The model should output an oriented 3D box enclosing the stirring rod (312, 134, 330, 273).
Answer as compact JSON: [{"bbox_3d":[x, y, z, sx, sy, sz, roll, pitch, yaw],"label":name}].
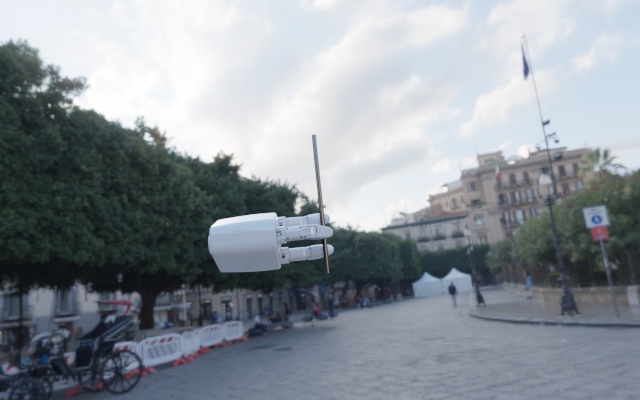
[{"bbox_3d":[0.000,0.003,0.815,0.011,0.239,0.011,-6,-11,-1],"label":"stirring rod"}]
